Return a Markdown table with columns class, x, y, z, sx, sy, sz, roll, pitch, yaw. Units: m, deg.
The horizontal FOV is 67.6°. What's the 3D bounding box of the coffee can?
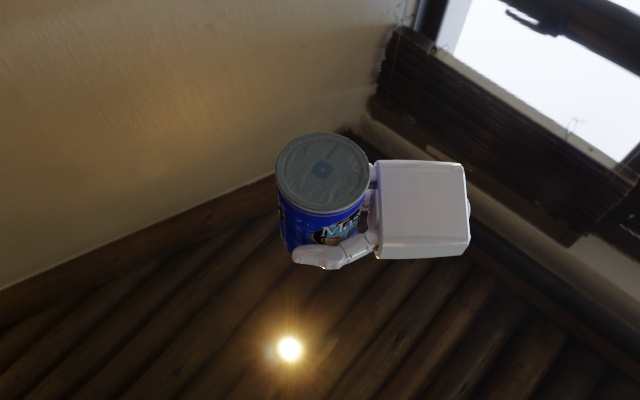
| class | x | y | z | sx | sy | sz | roll | pitch | yaw |
| --- | --- | --- | --- | --- | --- | --- | --- | --- | --- |
| coffee can | 0.000 | 0.002 | 0.571 | 0.103 | 0.102 | 0.140 | 0 | -30 | -3 |
